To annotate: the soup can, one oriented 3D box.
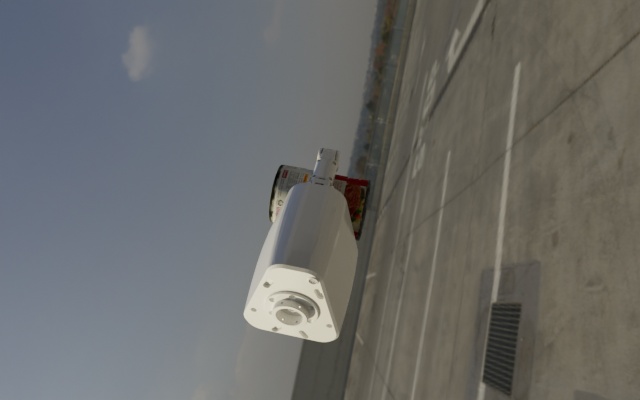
[{"bbox_3d":[0.000,0.001,0.530,0.102,0.068,0.068,11,1,4],"label":"soup can"}]
